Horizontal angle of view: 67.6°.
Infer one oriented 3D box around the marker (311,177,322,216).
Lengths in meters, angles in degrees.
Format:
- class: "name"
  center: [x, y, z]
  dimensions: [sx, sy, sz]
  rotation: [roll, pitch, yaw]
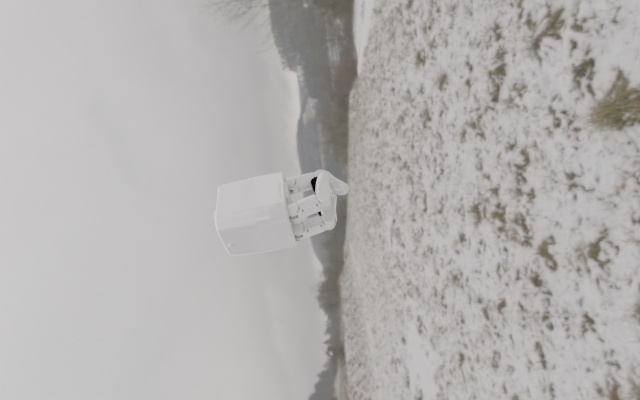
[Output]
- class: "marker"
  center: [0.000, 0.003, 0.774]
  dimensions: [0.020, 0.020, 0.121]
  rotation: [0, -35, 8]
